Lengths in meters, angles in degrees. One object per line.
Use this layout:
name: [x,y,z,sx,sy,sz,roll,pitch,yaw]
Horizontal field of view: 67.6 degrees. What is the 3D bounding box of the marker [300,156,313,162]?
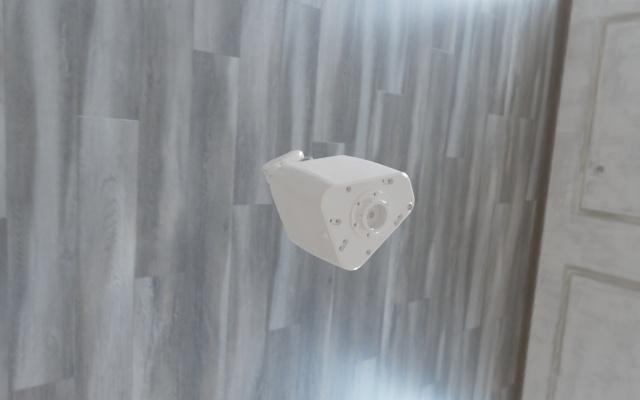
marker: [0.000,0.002,0.605,0.020,0.121,0.020,-17,24,8]
